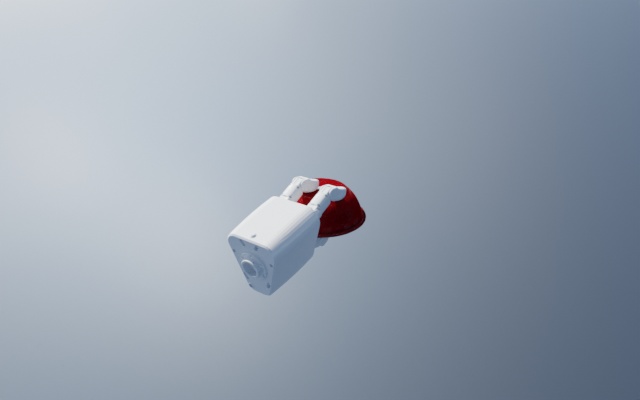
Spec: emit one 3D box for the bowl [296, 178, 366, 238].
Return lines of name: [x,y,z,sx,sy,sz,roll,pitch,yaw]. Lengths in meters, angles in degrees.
bowl: [0.001,0.002,0.837,0.162,0.055,0.162,0,25,0]
